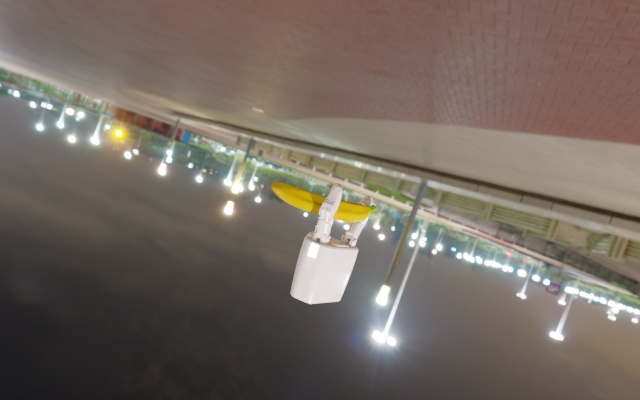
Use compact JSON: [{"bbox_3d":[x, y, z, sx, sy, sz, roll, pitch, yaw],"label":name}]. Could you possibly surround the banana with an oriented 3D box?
[{"bbox_3d":[0.002,0.006,0.855,0.198,0.037,0.069,15,8,1],"label":"banana"}]
